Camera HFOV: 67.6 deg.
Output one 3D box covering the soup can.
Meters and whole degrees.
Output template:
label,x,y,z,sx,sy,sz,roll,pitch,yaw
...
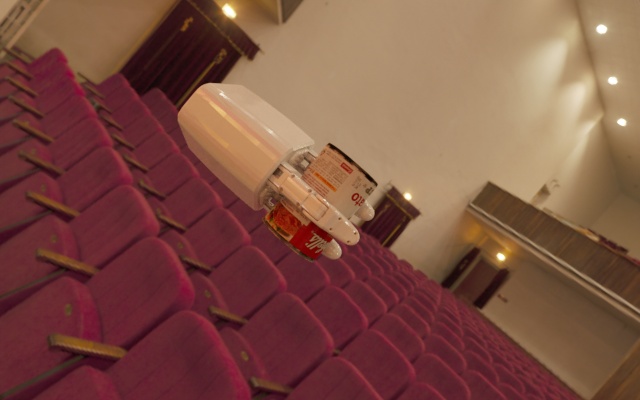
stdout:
label,x,y,z,sx,sy,sz,roll,pitch,yaw
soup can,0.001,0.002,0.479,0.068,0.102,0.068,40,2,-2
